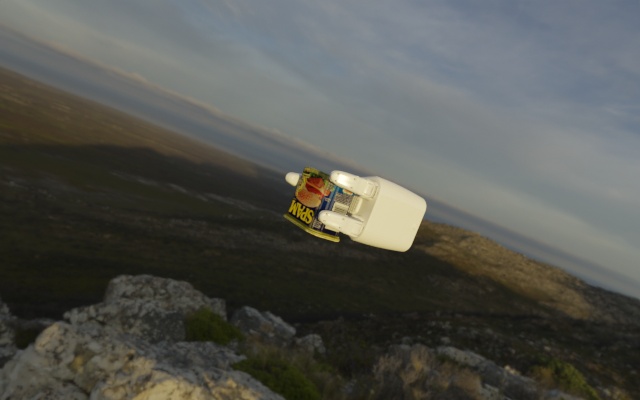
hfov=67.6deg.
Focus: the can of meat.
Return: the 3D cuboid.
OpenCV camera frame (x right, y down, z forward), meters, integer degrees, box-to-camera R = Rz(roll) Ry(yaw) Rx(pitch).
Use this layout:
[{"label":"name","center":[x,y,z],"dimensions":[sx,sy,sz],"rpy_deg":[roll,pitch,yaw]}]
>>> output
[{"label":"can of meat","center":[0.000,0.002,0.692],"dimensions":[0.057,0.084,0.102],"rpy_deg":[19,5,-33]}]
